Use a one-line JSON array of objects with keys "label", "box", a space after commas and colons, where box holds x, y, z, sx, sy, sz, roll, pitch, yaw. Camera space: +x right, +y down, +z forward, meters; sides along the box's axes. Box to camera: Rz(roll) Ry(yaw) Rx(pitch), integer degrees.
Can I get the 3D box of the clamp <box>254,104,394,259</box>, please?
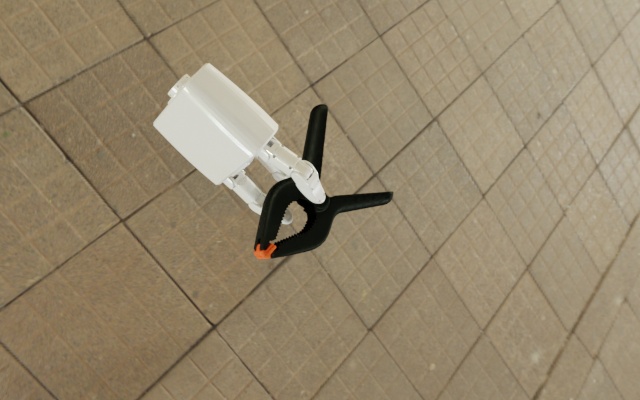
[{"label": "clamp", "box": [0.000, 0.002, 0.603, 0.164, 0.210, 0.036, 43, -26, -17]}]
